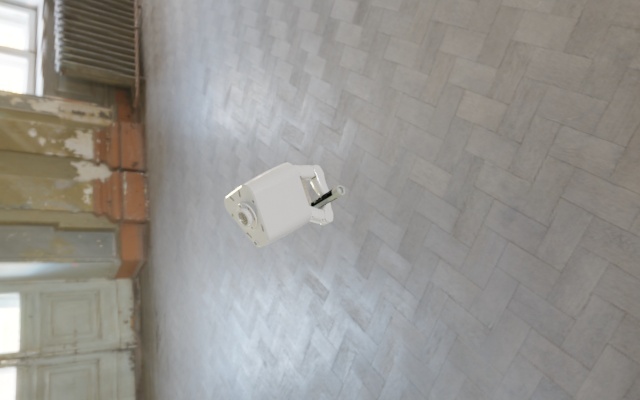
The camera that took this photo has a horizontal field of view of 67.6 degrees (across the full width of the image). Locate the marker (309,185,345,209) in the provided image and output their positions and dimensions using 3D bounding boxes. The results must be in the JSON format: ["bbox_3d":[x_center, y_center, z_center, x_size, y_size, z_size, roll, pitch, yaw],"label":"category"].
[{"bbox_3d":[0.000,0.003,0.861,0.020,0.020,0.121,0,-20,-39],"label":"marker"}]
